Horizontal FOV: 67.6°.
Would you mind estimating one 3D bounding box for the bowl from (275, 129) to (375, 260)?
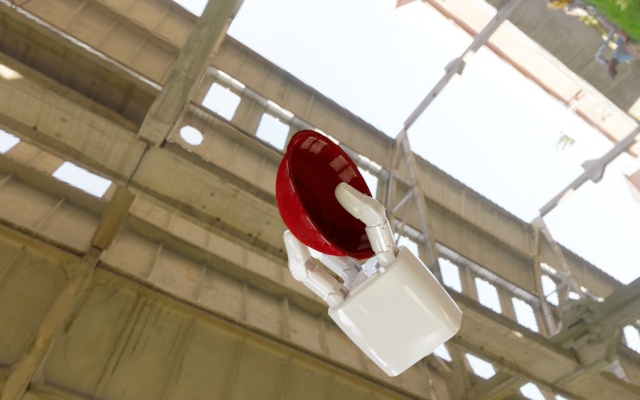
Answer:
[{"bbox_3d":[-0.001,0.001,0.546,0.055,0.162,0.162,-30,-16,30],"label":"bowl"}]
